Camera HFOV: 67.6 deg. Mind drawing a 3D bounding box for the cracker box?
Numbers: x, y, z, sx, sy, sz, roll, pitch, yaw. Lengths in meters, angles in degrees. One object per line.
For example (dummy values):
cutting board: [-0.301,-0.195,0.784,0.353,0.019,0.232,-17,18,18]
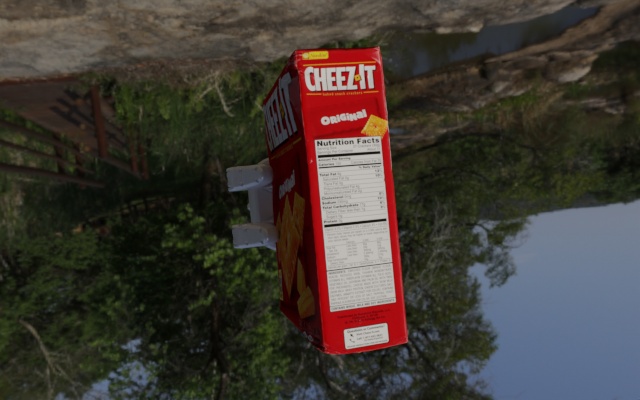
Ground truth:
cracker box: [0.000,0.001,0.405,0.072,0.213,0.164,-6,0,-15]
